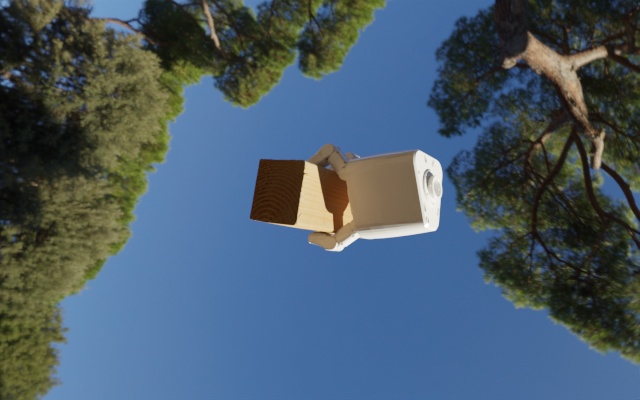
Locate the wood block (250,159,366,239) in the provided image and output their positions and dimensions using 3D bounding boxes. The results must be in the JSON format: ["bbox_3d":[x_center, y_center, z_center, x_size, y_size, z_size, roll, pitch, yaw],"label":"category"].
[{"bbox_3d":[0.000,0.003,0.736,0.090,0.091,0.206,5,-6,37],"label":"wood block"}]
